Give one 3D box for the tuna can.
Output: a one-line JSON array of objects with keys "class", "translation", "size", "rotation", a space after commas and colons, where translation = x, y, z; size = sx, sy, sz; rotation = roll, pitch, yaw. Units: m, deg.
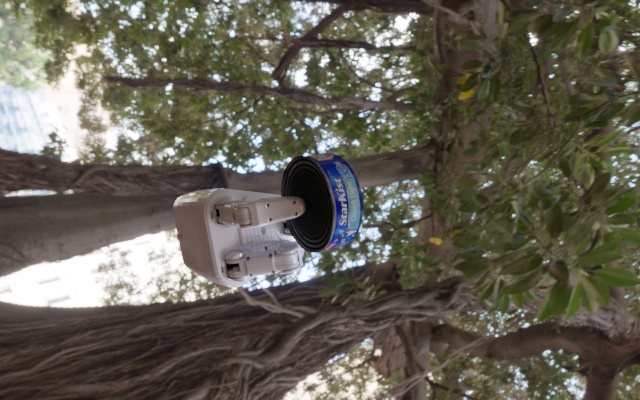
[{"class": "tuna can", "translation": [0.001, 0.001, 0.425], "size": [0.034, 0.086, 0.086], "rotation": [-10, 5, -32]}]
